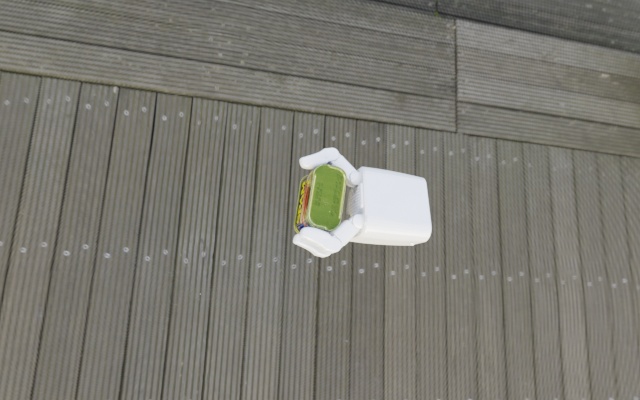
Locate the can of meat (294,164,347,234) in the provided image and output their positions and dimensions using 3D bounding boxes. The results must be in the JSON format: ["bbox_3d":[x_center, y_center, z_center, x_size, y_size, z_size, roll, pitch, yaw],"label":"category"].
[{"bbox_3d":[0.000,0.002,0.720,0.057,0.102,0.084,11,-13,-12],"label":"can of meat"}]
